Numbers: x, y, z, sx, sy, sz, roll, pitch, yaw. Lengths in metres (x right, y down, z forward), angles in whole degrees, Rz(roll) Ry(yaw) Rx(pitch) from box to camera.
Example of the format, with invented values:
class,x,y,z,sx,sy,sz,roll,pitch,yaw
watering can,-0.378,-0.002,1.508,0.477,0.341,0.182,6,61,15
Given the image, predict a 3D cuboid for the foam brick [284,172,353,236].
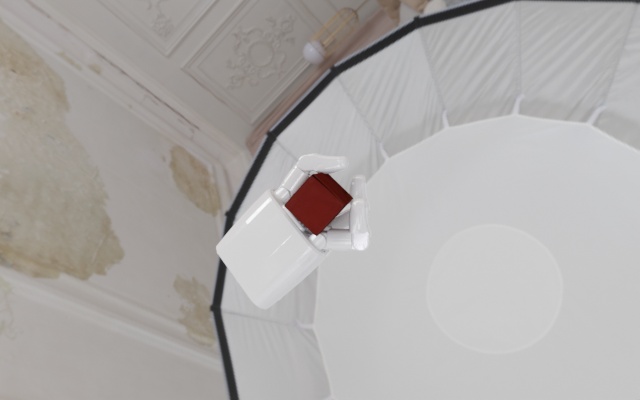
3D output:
class,x,y,z,sx,sy,sz,roll,pitch,yaw
foam brick,0.000,0.002,0.567,0.053,0.051,0.078,44,12,4
